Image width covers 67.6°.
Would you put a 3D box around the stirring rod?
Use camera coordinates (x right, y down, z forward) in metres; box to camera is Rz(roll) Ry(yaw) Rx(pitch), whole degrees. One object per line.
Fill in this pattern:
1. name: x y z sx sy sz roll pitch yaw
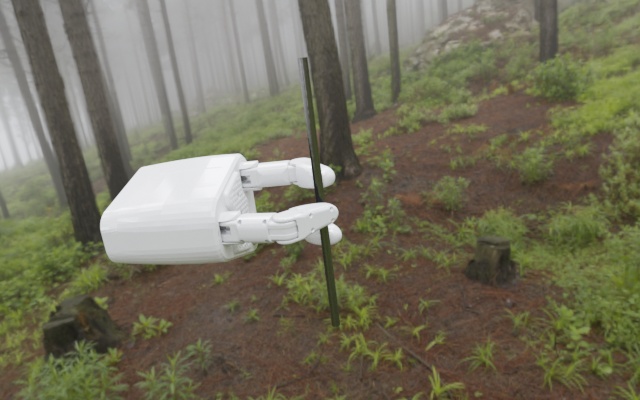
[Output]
1. stirring rod: 0.000 0.001 0.412 0.011 0.239 0.011 -7 16 2
